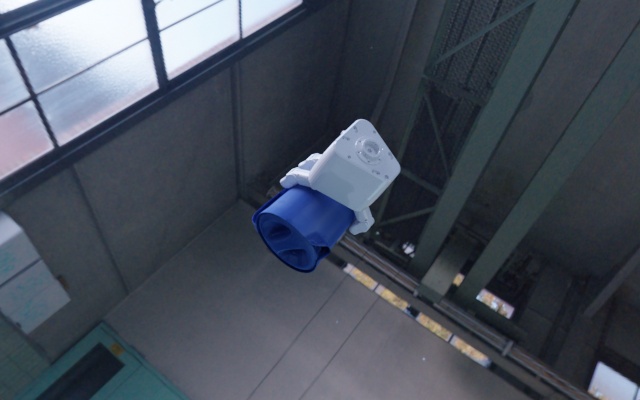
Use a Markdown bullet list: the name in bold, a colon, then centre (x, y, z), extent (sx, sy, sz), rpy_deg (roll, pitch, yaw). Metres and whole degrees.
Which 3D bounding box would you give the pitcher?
- **pitcher**: centre (0.000, 0.003, 0.874), extent (0.242, 0.149, 0.145), rpy_deg (-45, -3, -33)
